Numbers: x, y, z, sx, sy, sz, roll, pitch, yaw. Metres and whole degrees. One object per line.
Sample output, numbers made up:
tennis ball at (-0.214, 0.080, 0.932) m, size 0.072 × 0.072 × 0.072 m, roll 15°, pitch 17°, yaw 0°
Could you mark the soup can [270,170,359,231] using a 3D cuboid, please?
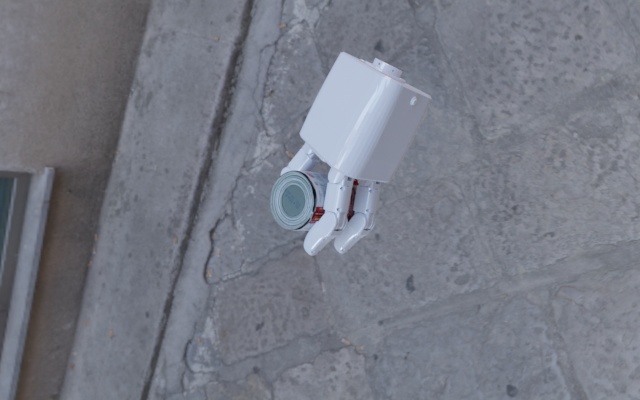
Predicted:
soup can at (0.000, 0.002, 0.559) m, size 0.068 × 0.068 × 0.102 m, roll 0°, pitch -2°, yaw 39°
